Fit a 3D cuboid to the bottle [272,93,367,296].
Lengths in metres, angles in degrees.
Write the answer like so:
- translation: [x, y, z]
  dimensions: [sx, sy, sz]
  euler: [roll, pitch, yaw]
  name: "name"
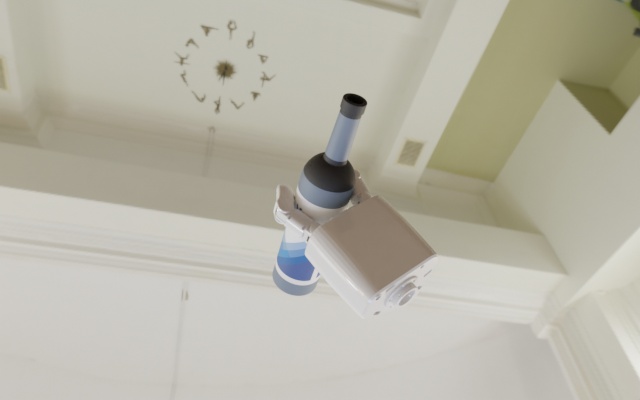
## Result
- translation: [0.000, 0.002, 0.600]
  dimensions: [0.069, 0.296, 0.069]
  euler: [11, 39, -9]
  name: "bottle"
